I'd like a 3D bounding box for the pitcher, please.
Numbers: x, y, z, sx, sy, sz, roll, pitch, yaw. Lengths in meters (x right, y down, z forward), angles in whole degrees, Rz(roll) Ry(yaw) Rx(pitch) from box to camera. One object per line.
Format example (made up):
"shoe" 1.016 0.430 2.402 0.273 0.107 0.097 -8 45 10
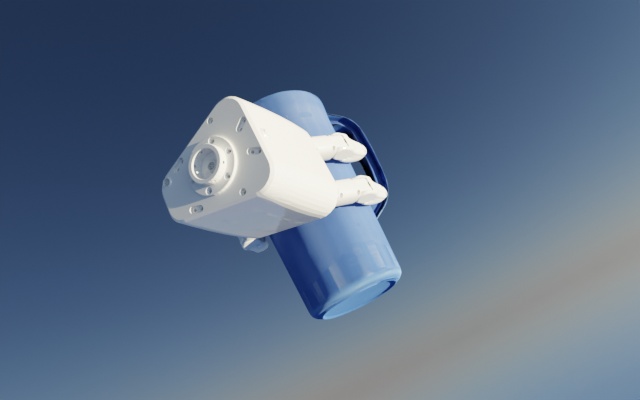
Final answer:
"pitcher" 0.000 0.002 0.550 0.149 0.242 0.145 -34 -23 17
